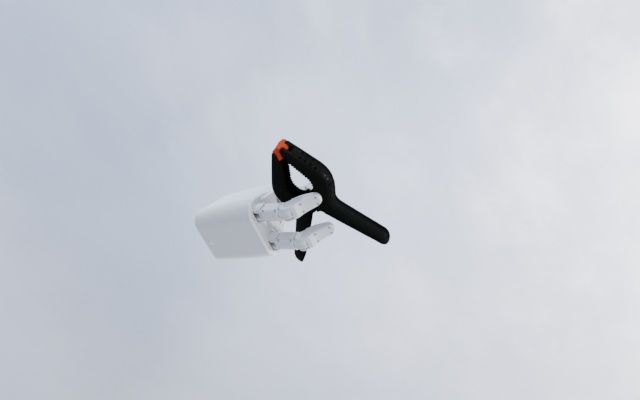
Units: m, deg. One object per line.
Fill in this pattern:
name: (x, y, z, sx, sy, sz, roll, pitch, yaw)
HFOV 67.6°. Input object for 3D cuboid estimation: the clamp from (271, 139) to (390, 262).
clamp: (0.000, 0.001, 0.696, 0.164, 0.210, 0.036, -10, 33, 25)
